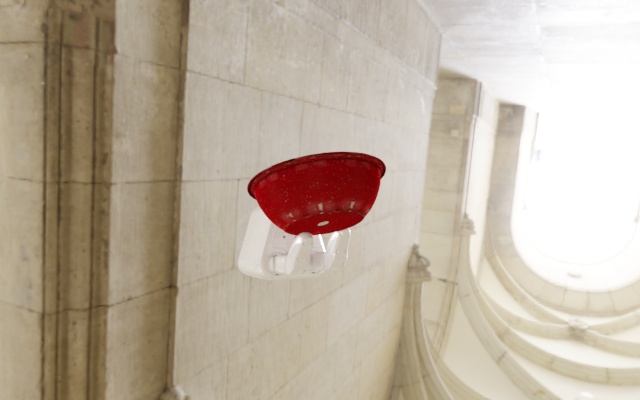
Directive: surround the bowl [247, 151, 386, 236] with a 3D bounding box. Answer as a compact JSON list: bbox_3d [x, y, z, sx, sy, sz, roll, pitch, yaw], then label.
[{"bbox_3d":[0.000,0.002,0.543,0.162,0.055,0.162,-9,-18,-3],"label":"bowl"}]
